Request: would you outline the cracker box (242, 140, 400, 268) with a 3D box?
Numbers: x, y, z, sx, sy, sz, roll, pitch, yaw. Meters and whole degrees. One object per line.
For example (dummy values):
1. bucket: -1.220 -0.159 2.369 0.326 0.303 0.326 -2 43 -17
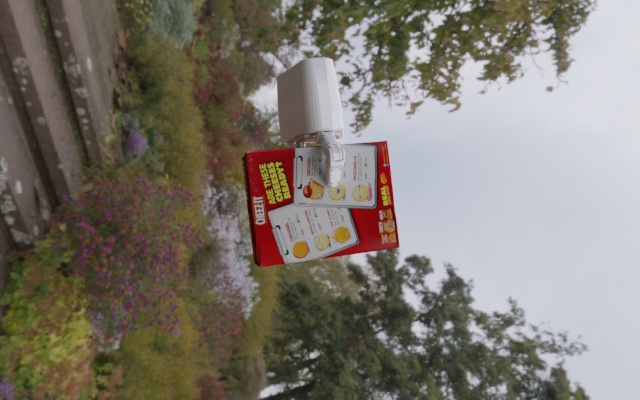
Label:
1. cracker box: 0.000 0.002 0.711 0.213 0.164 0.072 -6 -1 -15
